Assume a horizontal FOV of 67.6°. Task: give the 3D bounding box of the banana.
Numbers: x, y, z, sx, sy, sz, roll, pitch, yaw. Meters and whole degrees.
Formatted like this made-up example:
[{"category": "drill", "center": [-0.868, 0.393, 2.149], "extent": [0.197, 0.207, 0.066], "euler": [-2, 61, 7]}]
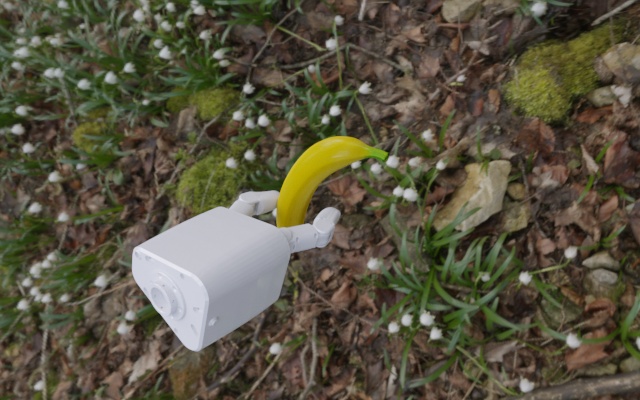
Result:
[{"category": "banana", "center": [-0.009, -0.015, 0.549], "extent": [0.037, 0.069, 0.198], "euler": [-29, -11, -48]}]
